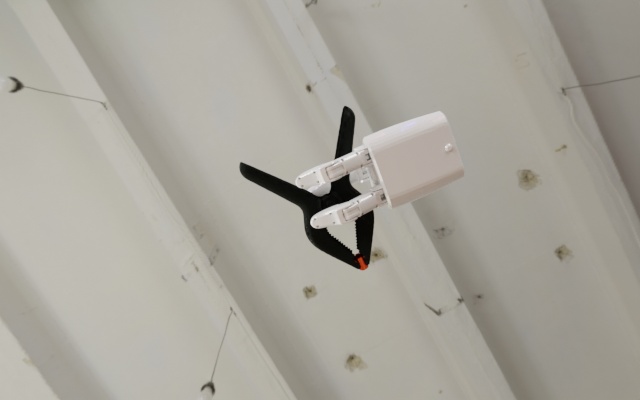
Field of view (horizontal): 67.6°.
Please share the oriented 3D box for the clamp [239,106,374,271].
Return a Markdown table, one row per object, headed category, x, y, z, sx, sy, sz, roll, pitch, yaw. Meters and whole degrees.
| category | x | y | z | sx | sy | sz | roll | pitch | yaw |
| --- | --- | --- | --- | --- | --- | --- | --- | --- | --- |
| clamp | 0.000 | 0.002 | 0.631 | 0.164 | 0.210 | 0.036 | -21 | 9 | 1 |
